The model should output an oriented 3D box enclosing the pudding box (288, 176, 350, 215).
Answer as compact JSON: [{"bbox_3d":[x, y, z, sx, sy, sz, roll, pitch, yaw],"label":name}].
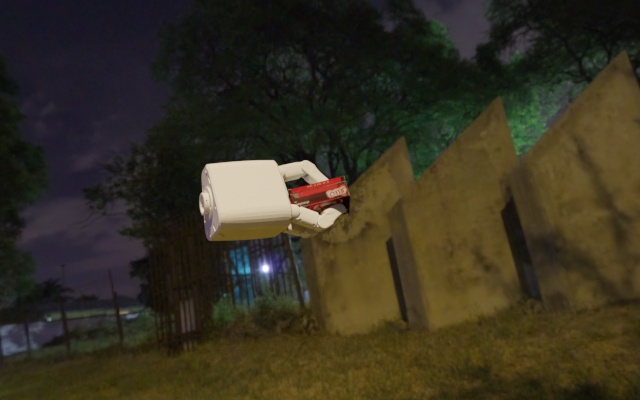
[{"bbox_3d":[0.000,0.002,0.762,0.090,0.039,0.113,-13,-13,0],"label":"pudding box"}]
